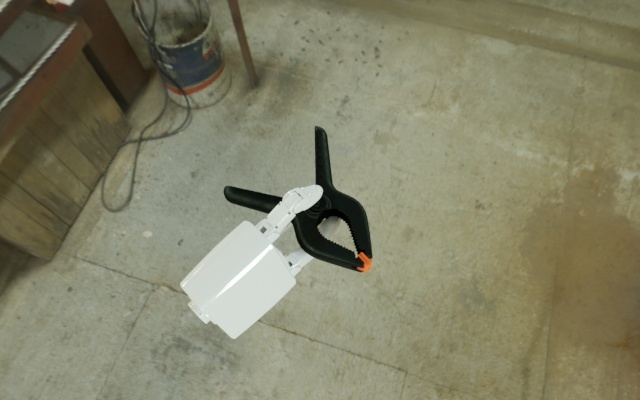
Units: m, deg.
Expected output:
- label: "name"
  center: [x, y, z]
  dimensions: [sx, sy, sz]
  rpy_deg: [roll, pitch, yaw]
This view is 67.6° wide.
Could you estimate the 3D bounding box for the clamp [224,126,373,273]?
- label: "clamp"
  center: [0.000, 0.002, 0.617]
  dimensions: [0.210, 0.164, 0.036]
  rpy_deg: [41, -17, 19]
